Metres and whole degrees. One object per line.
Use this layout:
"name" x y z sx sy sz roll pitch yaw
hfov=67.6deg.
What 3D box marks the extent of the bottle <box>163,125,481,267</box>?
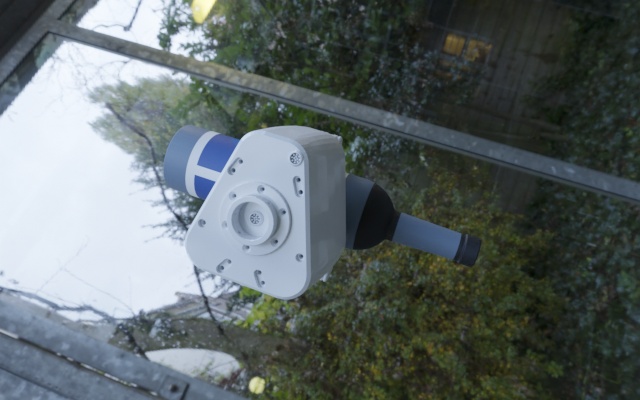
"bottle" 0.000 0.001 0.448 0.295 0.069 0.069 18 3 11
